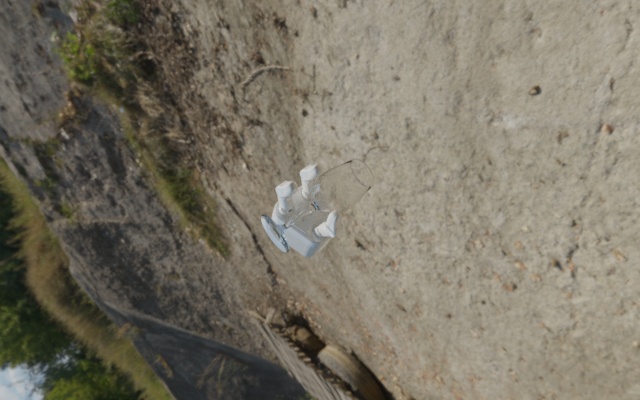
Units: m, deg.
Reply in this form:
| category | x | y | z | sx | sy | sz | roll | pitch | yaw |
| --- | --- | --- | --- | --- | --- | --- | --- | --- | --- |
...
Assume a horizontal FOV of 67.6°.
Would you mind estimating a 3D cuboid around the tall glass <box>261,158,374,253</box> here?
| category | x | y | z | sx | sy | sz | roll | pitch | yaw |
| --- | --- | --- | --- | --- | --- | --- | --- | --- | --- |
| tall glass | 0.000 | 0.003 | 0.819 | 0.201 | 0.079 | 0.079 | -35 | 15 | -23 |
